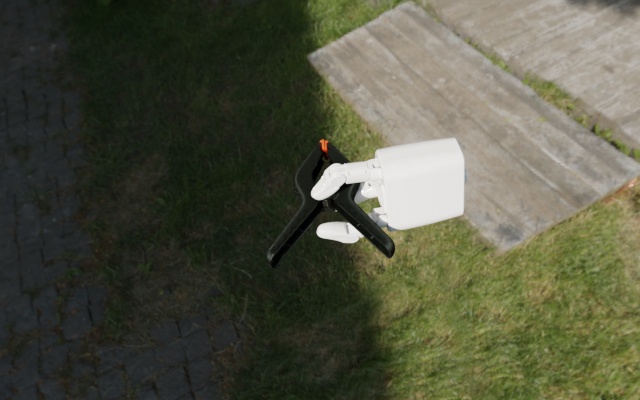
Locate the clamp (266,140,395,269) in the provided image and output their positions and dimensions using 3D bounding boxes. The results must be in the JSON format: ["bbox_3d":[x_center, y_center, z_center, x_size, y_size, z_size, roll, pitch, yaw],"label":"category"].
[{"bbox_3d":[0.000,0.001,0.659,0.164,0.209,0.036,-10,-38,0],"label":"clamp"}]
